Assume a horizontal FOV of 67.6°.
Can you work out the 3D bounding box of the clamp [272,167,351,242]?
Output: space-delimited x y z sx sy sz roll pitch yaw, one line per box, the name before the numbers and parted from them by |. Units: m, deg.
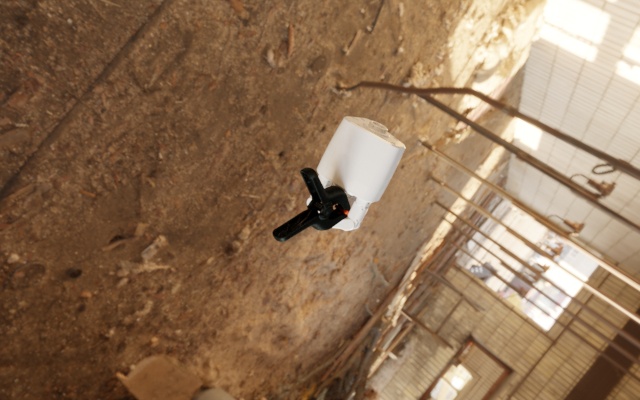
clamp | 0.001 0.003 0.761 0.039 0.120 0.171 37 25 26
